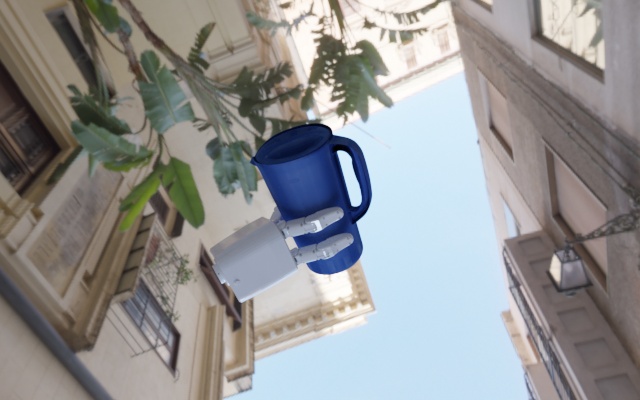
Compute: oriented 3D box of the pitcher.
[{"bbox_3d":[0.000,0.003,0.796,0.145,0.243,0.149,-30,30,-16],"label":"pitcher"}]
